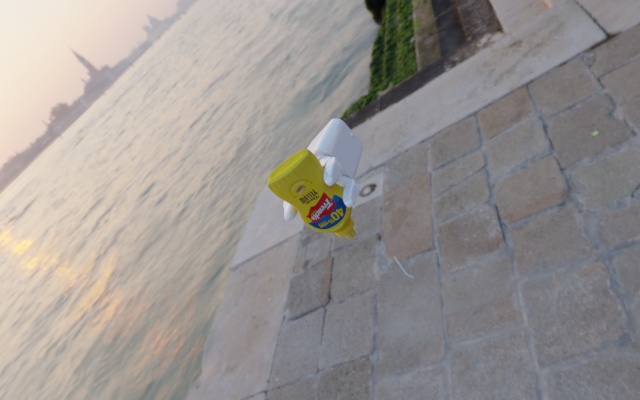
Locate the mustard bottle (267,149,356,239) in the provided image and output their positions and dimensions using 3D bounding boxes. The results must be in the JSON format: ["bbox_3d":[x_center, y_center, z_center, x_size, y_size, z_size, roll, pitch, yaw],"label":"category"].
[{"bbox_3d":[0.000,0.003,0.859,0.096,0.192,0.058,-35,27,18],"label":"mustard bottle"}]
